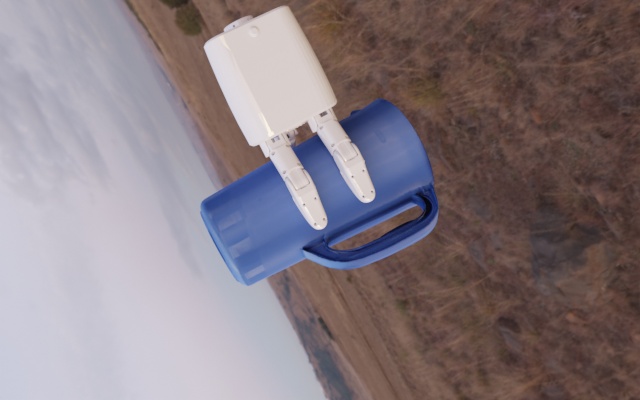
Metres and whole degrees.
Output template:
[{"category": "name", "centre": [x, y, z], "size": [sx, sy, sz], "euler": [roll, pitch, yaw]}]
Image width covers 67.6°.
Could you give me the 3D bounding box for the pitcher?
[{"category": "pitcher", "centre": [0.000, 0.002, 0.535], "size": [0.243, 0.145, 0.149], "euler": [-28, 13, -9]}]
